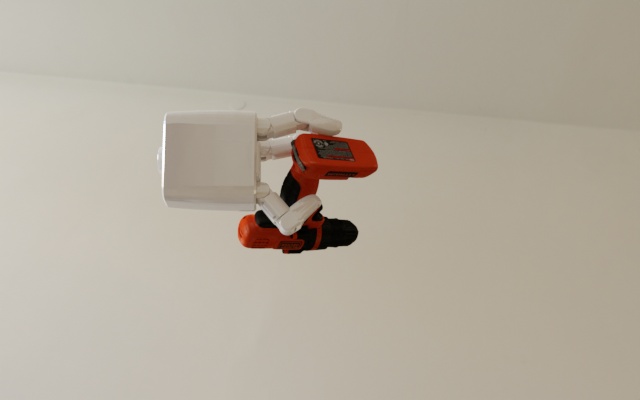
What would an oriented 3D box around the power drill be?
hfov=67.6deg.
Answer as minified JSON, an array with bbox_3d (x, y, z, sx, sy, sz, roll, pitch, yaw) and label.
[{"bbox_3d":[0.000,0.002,0.632,0.184,0.057,0.188,1,-43,-30],"label":"power drill"}]
